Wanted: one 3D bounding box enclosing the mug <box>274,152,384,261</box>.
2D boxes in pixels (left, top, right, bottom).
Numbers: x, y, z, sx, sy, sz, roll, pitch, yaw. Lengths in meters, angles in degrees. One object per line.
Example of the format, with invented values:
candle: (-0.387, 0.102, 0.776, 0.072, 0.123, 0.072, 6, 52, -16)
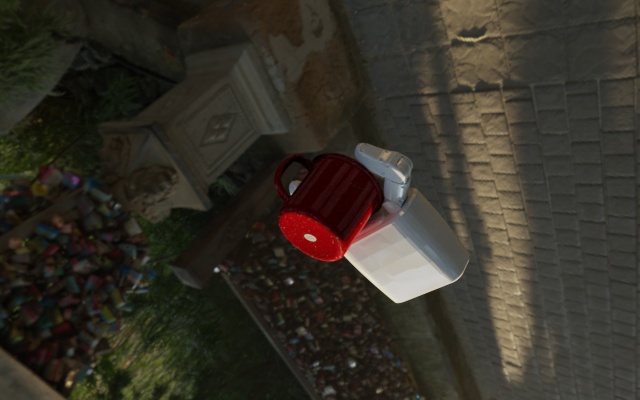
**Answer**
mug: (-0.001, 0.001, 0.506, 0.093, 0.117, 0.081, -27, 22, 55)
